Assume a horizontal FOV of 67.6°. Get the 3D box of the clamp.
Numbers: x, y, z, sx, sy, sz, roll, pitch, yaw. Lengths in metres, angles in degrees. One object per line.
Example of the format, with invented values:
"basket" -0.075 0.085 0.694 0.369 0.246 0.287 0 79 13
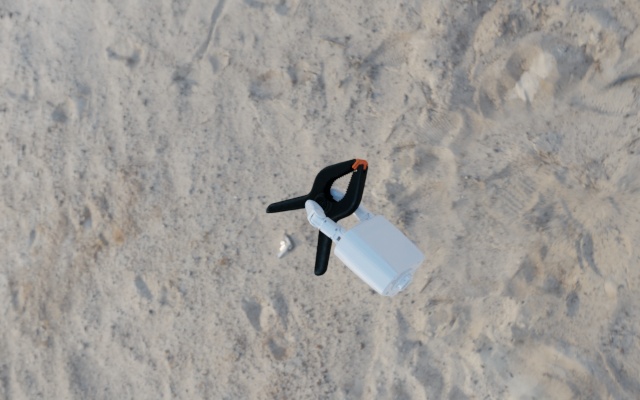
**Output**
"clamp" 0.000 0.002 0.828 0.164 0.210 0.036 42 20 23
